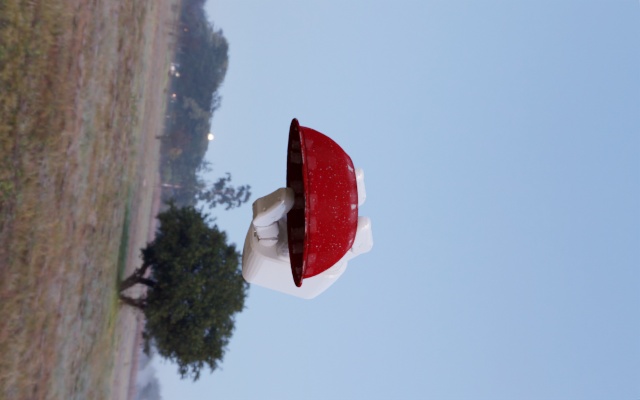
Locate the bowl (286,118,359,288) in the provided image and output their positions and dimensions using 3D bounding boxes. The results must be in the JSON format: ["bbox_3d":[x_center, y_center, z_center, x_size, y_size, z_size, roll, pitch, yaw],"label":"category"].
[{"bbox_3d":[0.001,0.001,0.461,0.055,0.162,0.162,-1,0,-9],"label":"bowl"}]
